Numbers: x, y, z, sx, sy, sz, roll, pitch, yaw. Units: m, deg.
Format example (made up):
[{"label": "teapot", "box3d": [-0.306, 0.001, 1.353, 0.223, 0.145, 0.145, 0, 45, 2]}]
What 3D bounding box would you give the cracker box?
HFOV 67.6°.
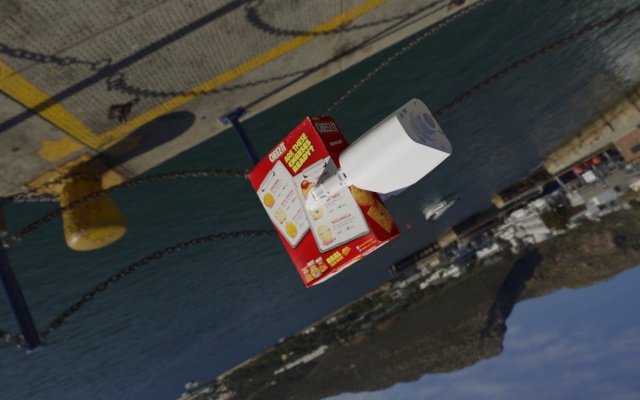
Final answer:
[{"label": "cracker box", "box3d": [0.000, 0.003, 0.745, 0.164, 0.213, 0.072, -38, -15, 35]}]
